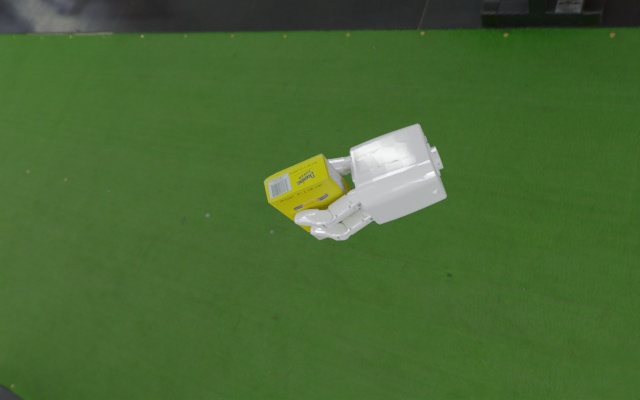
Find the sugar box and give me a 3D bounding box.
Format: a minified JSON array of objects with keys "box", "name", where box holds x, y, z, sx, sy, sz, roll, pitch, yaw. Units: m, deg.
[{"box":[0.000,0.003,0.708,0.093,0.048,0.176,-22,-31,16],"name":"sugar box"}]
